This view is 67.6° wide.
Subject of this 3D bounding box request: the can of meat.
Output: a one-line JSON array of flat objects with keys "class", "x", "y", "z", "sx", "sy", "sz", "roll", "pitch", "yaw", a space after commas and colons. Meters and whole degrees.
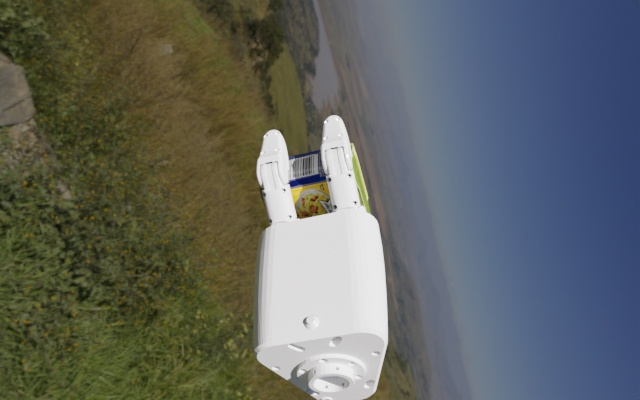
[{"class": "can of meat", "x": 0.000, "y": 0.001, "z": 0.444, "sx": 0.084, "sy": 0.102, "sz": 0.057, "roll": -12, "pitch": 40, "yaw": 10}]
